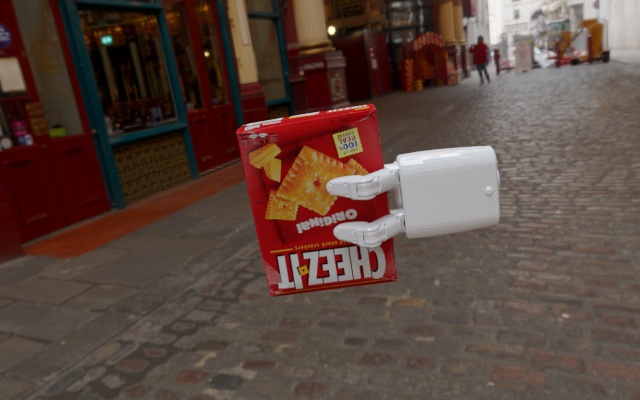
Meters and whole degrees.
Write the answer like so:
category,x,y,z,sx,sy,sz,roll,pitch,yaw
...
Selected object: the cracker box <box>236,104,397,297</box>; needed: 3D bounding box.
category,x,y,z,sx,sy,sz,roll,pitch,yaw
cracker box,0.000,0.002,0.586,0.164,0.214,0.072,-8,15,5
